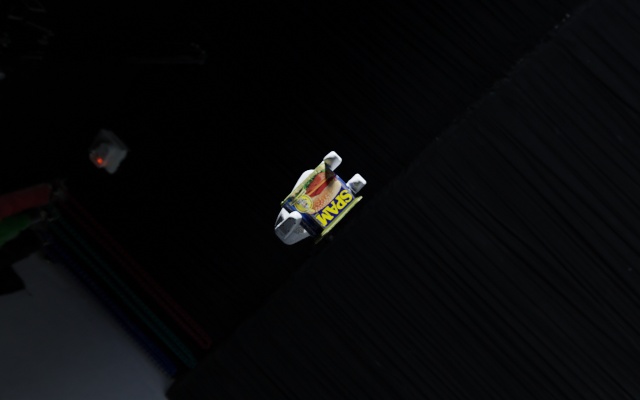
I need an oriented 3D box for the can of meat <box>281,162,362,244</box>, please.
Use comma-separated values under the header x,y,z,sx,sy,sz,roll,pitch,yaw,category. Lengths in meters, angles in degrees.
x,y,z,sx,sy,sz,roll,pitch,yaw,category
0.000,0.002,0.757,0.102,0.084,0.057,-44,-2,-20,can of meat
